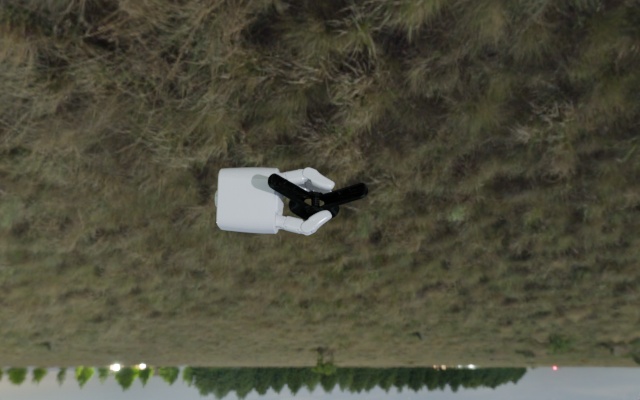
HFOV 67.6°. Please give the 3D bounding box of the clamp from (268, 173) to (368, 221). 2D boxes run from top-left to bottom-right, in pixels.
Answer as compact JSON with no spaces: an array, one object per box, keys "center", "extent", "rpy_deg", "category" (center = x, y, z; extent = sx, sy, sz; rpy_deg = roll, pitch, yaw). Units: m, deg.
[{"center":[0.000,0.004,0.861],"extent":[0.164,0.036,0.210],"rpy_deg":[5,-18,5],"category":"clamp"}]
